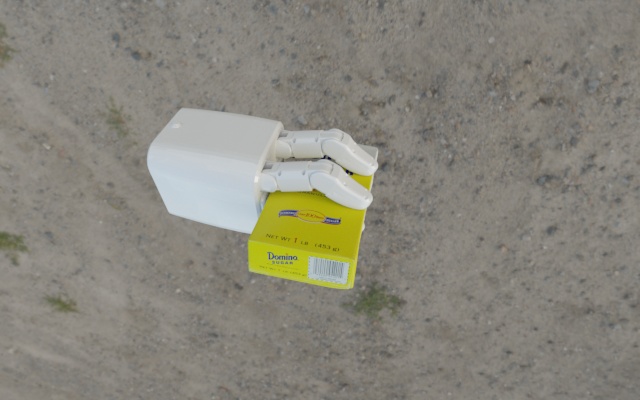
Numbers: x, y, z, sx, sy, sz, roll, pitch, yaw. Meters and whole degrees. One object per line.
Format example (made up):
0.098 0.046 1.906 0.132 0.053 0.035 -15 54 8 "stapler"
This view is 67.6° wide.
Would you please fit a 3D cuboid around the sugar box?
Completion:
0.000 0.001 0.465 0.093 0.048 0.176 10 42 5 "sugar box"
